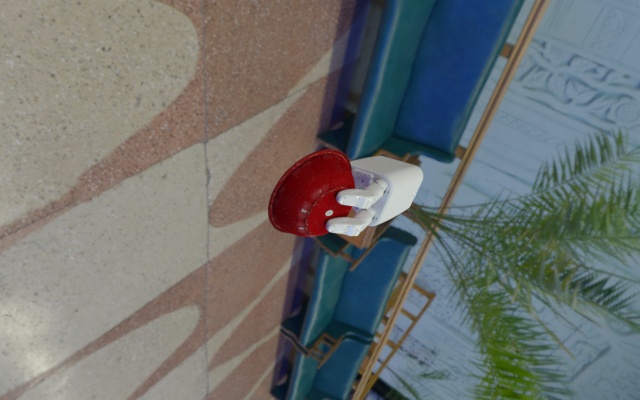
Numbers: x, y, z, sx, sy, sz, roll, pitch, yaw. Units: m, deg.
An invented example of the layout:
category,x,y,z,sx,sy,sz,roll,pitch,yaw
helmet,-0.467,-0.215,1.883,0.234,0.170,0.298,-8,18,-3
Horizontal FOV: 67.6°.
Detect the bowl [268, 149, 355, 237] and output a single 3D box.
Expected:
category,x,y,z,sx,sy,sz,roll,pitch,yaw
bowl,-0.001,0.003,0.745,0.162,0.162,0.055,0,35,-45
